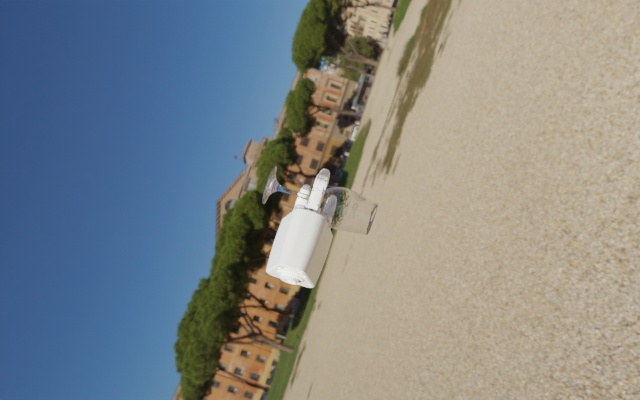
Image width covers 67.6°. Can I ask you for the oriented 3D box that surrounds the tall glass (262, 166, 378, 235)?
[{"bbox_3d":[0.000,0.002,0.873,0.201,0.079,0.079,18,0,1],"label":"tall glass"}]
